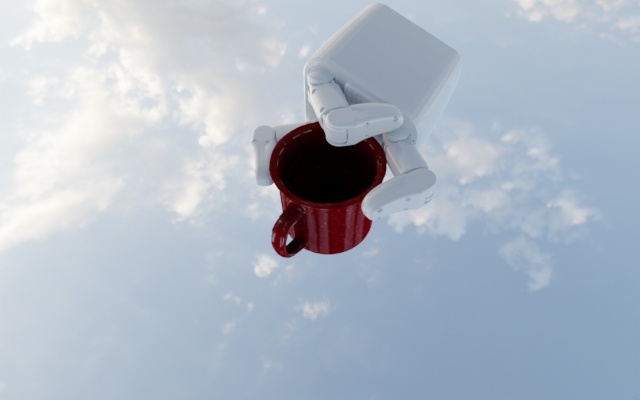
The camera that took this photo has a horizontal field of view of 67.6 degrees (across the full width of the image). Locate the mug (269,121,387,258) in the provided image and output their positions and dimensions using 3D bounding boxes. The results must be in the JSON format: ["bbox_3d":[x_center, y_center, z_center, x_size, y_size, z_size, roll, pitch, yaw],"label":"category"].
[{"bbox_3d":[-0.001,0.002,0.402,0.093,0.117,0.082,27,-32,20],"label":"mug"}]
